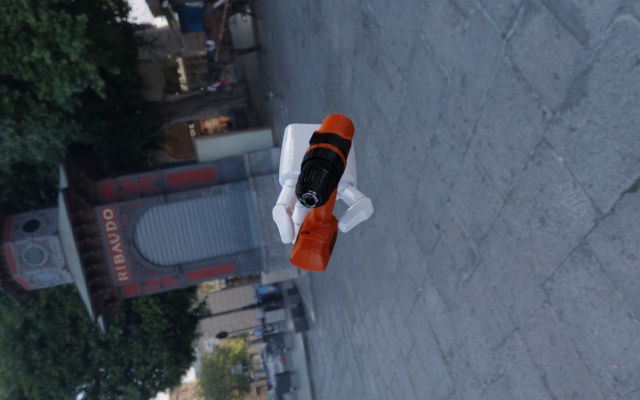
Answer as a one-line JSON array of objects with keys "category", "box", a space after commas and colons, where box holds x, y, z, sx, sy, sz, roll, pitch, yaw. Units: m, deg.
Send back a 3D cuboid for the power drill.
[{"category": "power drill", "box": [0.000, 0.002, 0.623, 0.057, 0.188, 0.184, 15, 37, 6]}]
